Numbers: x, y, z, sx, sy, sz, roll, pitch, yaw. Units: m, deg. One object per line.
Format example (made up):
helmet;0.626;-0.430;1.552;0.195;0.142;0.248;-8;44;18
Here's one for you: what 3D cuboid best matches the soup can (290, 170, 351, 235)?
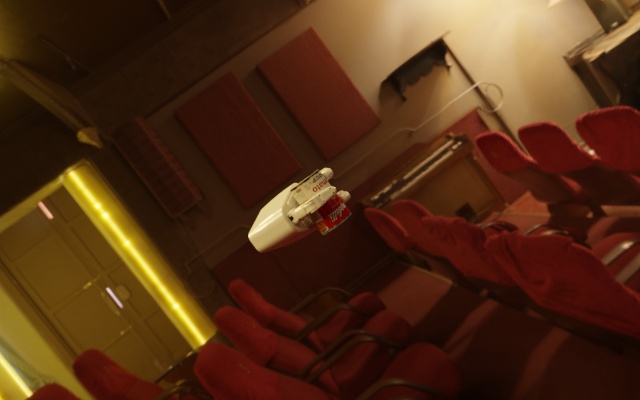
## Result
soup can;0.000;0.002;0.878;0.068;0.102;0.068;-36;4;3
